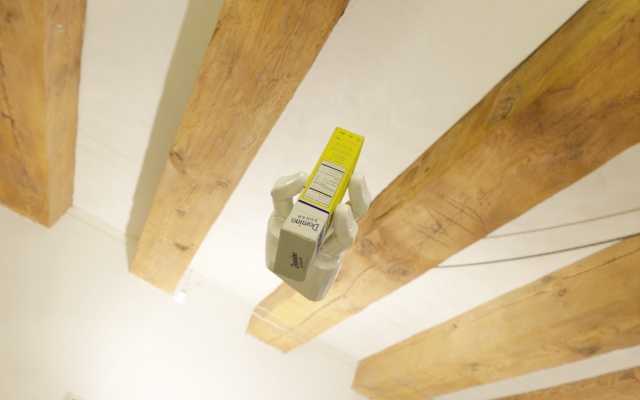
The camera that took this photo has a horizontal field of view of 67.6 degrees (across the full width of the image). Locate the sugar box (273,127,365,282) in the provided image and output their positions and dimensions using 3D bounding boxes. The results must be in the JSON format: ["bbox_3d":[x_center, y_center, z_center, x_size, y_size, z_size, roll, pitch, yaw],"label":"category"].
[{"bbox_3d":[0.001,0.002,0.571,0.048,0.176,0.093,20,-38,4],"label":"sugar box"}]
